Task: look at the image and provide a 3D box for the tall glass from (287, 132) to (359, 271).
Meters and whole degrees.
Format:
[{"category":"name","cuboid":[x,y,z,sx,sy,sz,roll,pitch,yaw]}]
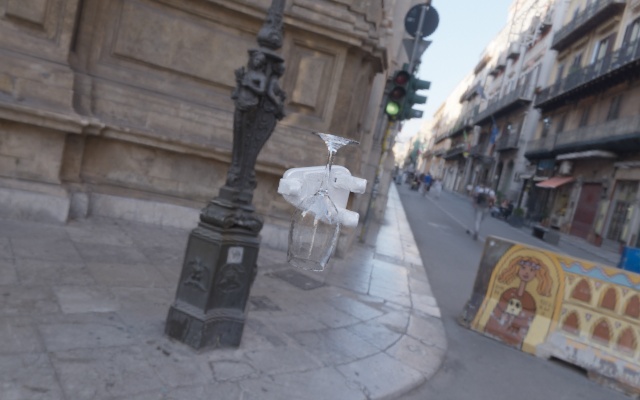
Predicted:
[{"category":"tall glass","cuboid":[0.000,0.002,0.726,0.079,0.201,0.079,13,5,-1]}]
